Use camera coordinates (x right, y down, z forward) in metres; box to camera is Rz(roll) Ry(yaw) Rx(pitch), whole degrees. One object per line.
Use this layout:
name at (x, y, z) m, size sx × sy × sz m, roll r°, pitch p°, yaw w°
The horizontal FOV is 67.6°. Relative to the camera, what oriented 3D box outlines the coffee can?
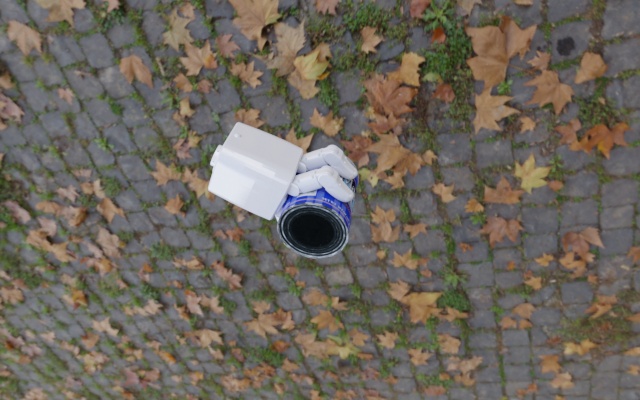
coffee can at (0.000, 0.002, 0.722) m, size 0.103 × 0.103 × 0.140 m, roll 0°, pitch 38°, yaw 12°
